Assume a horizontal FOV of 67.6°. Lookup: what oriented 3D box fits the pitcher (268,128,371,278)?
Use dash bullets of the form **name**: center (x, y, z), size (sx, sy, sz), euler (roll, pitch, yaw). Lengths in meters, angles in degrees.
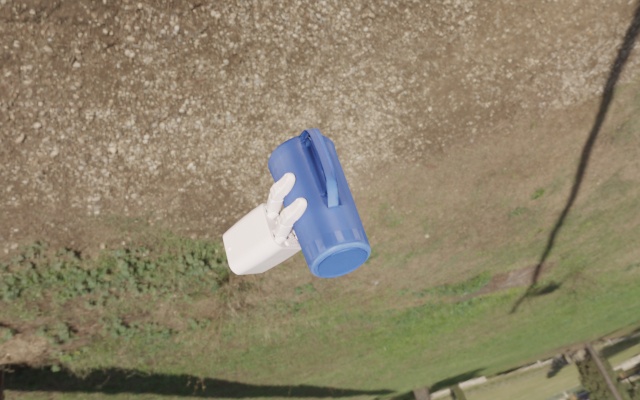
- **pitcher**: center (0.000, 0.003, 0.840), size (0.145, 0.242, 0.149), euler (-34, -35, 19)
